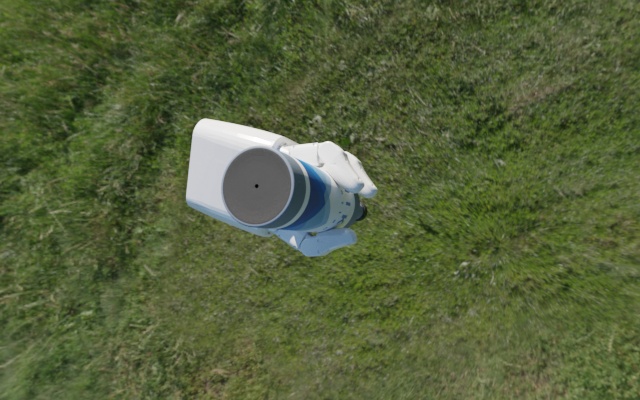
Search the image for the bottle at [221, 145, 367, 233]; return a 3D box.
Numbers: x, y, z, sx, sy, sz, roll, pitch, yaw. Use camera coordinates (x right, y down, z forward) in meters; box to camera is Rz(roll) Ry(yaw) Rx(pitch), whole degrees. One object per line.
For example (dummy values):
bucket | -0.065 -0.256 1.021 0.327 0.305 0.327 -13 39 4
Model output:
bottle | 0.000 0.002 0.518 0.069 0.069 0.296 0 -5 21
